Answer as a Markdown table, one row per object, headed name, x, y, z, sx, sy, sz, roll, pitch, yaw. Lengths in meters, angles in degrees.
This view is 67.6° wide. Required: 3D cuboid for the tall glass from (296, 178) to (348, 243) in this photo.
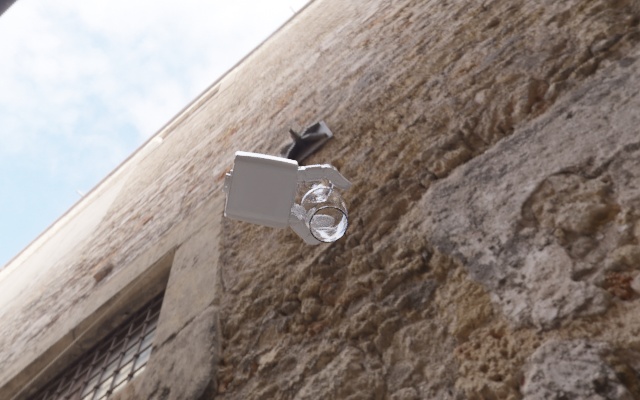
| name | x | y | z | sx | sy | sz | roll | pitch | yaw |
| --- | --- | --- | --- | --- | --- | --- | --- | --- | --- |
| tall glass | 0.000 | 0.002 | 0.833 | 0.079 | 0.079 | 0.201 | 0 | 21 | -8 |
